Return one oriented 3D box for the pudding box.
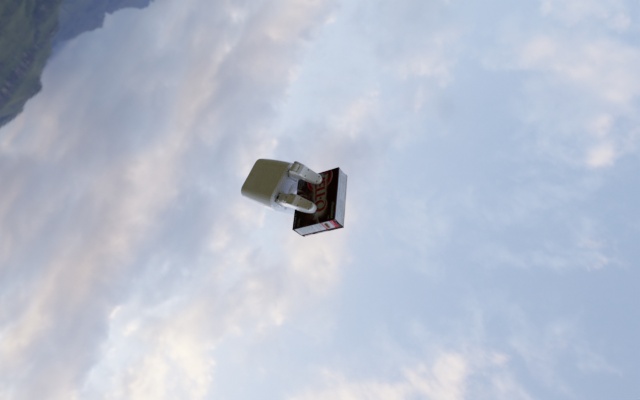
[{"bbox_3d":[0.000,0.003,0.858,0.090,0.113,0.039,-16,-35,31],"label":"pudding box"}]
